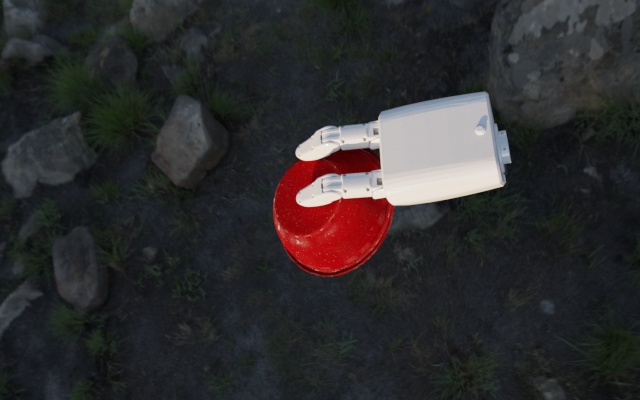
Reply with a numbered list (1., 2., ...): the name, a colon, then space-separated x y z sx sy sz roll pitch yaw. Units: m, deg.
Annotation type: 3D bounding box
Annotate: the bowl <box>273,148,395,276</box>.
1. bowl: -0.001 0.002 0.542 0.162 0.162 0.055 0 -15 36
